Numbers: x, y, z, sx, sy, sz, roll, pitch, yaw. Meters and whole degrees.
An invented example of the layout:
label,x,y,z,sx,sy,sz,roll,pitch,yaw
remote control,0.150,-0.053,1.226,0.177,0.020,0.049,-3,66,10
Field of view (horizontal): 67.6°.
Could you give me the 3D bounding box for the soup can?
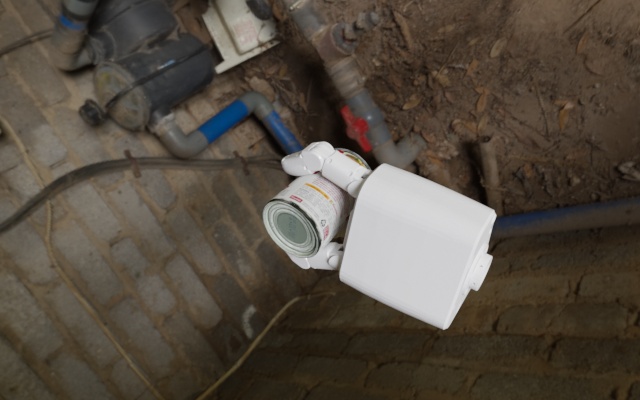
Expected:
label,x,y,z,sx,sy,sz,roll,pitch,yaw
soup can,-0.001,0.001,0.472,0.068,0.068,0.102,0,32,42
